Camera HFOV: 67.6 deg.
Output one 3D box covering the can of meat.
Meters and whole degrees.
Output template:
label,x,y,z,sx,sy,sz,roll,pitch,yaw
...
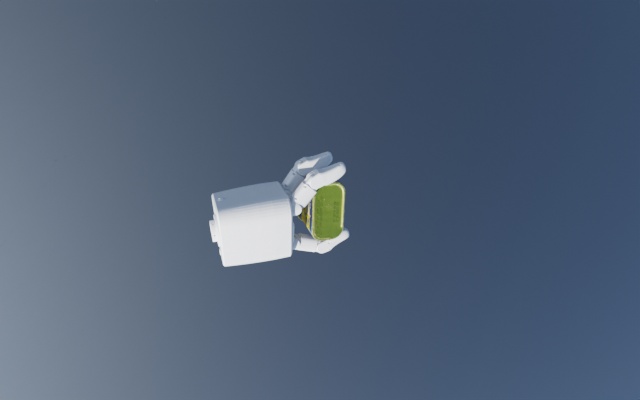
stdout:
label,x,y,z,sx,sy,sz,roll,pitch,yaw
can of meat,0.000,0.003,0.755,0.057,0.102,0.084,-6,23,-16
